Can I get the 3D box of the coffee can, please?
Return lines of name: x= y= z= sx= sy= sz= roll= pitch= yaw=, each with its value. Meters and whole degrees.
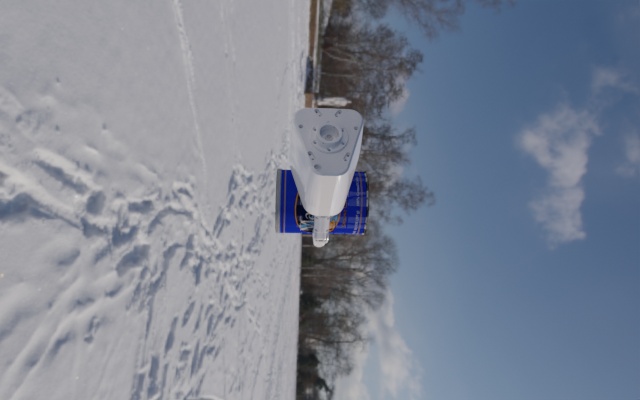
coffee can: x=0.000 y=0.003 z=0.759 sx=0.140 sy=0.103 sz=0.103 roll=1 pitch=0 yaw=-4
